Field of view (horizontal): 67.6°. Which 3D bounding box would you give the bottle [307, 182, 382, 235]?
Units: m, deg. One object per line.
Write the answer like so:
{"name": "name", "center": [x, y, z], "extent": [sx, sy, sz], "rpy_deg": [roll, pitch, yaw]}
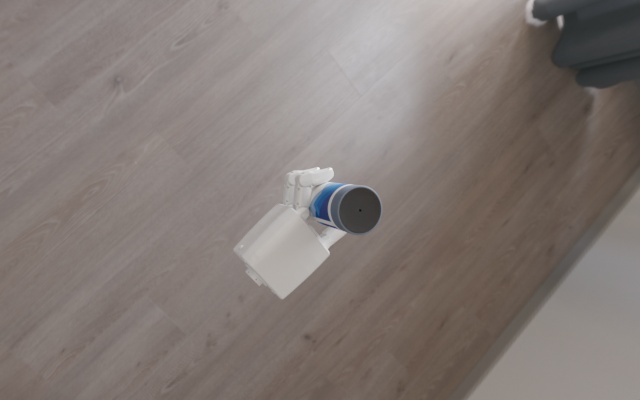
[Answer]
{"name": "bottle", "center": [0.000, 0.002, 0.769], "extent": [0.069, 0.069, 0.295], "rpy_deg": [0, 4, -21]}
